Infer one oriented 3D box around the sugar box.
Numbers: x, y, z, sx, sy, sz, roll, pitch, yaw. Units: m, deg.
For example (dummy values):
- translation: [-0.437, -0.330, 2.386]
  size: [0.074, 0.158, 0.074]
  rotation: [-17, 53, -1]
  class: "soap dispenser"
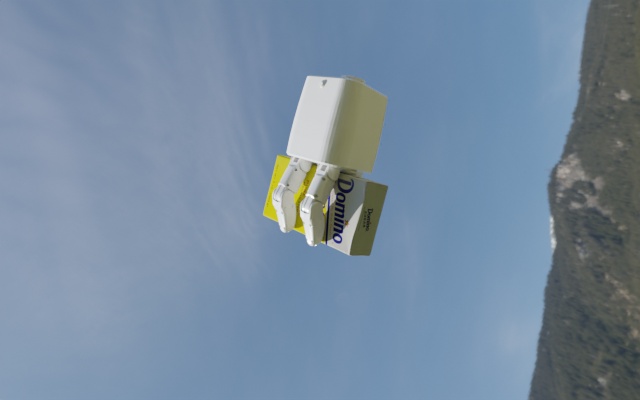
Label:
- translation: [0.000, 0.002, 0.630]
  size: [0.048, 0.093, 0.176]
  rotation: [8, 8, -43]
  class: "sugar box"
